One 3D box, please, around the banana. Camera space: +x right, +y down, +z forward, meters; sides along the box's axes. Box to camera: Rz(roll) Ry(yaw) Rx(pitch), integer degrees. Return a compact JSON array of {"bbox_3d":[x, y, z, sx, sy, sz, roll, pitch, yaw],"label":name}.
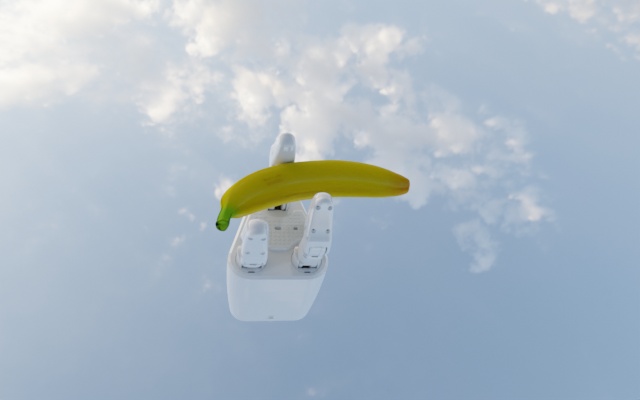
[{"bbox_3d":[-0.011,-0.010,0.451,0.198,0.037,0.069,-13,47,-25],"label":"banana"}]
